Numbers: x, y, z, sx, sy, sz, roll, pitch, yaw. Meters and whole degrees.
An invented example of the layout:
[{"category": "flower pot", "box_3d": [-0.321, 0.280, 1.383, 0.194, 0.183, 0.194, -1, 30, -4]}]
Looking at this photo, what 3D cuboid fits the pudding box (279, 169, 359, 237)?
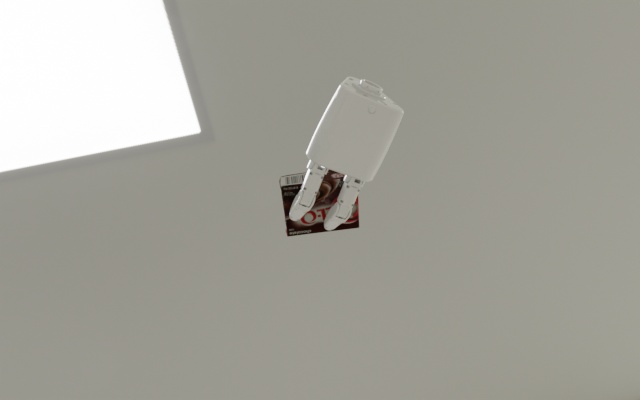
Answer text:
[{"category": "pudding box", "box_3d": [0.000, 0.002, 0.706, 0.113, 0.090, 0.039, -6, 32, -1]}]
